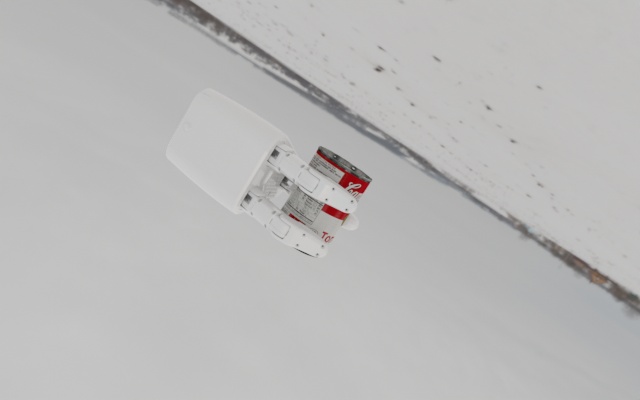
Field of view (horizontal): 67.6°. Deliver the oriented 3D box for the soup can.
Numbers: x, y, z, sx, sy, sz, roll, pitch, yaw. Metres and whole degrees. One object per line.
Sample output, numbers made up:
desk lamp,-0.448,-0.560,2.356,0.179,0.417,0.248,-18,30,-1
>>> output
soup can,0.000,0.002,0.517,0.068,0.102,0.068,32,10,-6
